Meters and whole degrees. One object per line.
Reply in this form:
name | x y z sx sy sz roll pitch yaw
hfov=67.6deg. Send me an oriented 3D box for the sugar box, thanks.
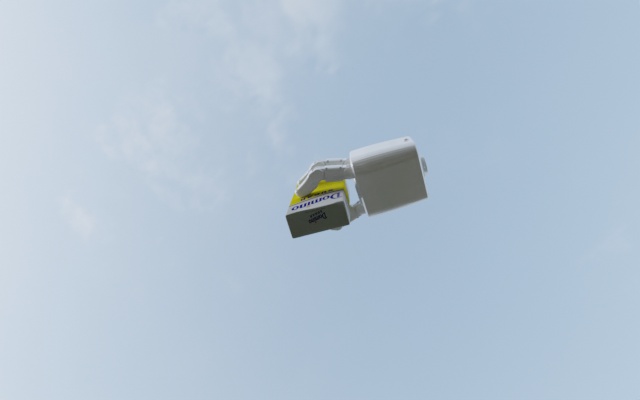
sugar box | 0.000 0.002 0.788 0.093 0.048 0.176 -14 14 7
